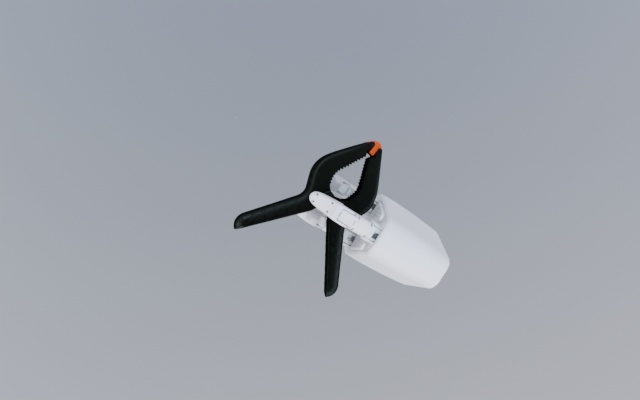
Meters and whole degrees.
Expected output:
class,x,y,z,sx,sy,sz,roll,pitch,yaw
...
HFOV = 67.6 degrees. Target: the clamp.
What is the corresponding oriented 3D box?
class,x,y,z,sx,sy,sz,roll,pitch,yaw
clamp,0.001,0.002,0.621,0.164,0.210,0.036,31,3,-12
